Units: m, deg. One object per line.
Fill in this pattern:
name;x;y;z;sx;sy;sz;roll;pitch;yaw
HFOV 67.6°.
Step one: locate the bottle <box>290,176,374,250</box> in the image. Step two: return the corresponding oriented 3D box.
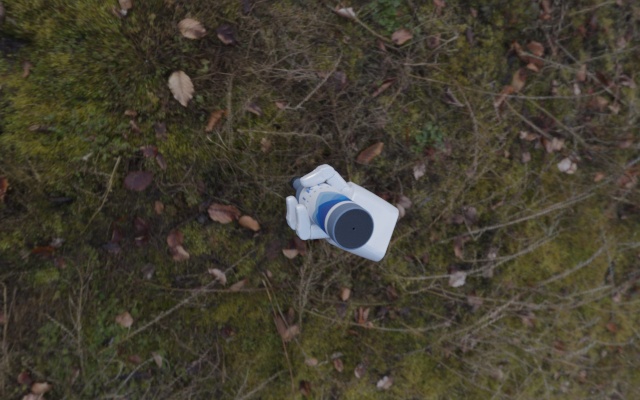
bottle;0.000;0.003;0.828;0.069;0.069;0.295;0;15;-20
